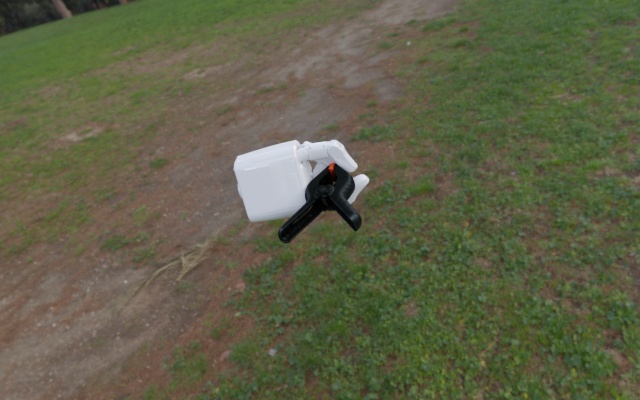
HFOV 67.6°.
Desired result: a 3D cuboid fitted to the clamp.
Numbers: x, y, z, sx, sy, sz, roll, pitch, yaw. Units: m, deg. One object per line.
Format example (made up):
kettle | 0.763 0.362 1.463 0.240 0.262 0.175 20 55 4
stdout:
clamp | 0.000 0.002 0.705 0.120 0.039 0.171 -11 29 9
